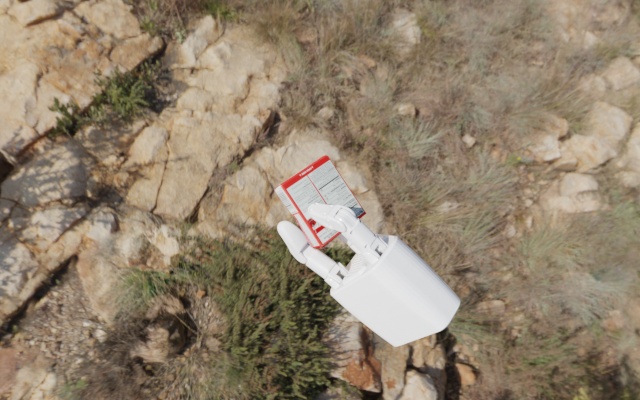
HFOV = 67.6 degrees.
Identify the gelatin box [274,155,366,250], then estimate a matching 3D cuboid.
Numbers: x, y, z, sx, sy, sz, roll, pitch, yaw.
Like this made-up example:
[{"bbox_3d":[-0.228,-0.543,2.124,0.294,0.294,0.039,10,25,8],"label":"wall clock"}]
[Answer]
[{"bbox_3d":[0.000,0.001,0.569,0.073,0.089,0.030,-36,5,-25],"label":"gelatin box"}]
